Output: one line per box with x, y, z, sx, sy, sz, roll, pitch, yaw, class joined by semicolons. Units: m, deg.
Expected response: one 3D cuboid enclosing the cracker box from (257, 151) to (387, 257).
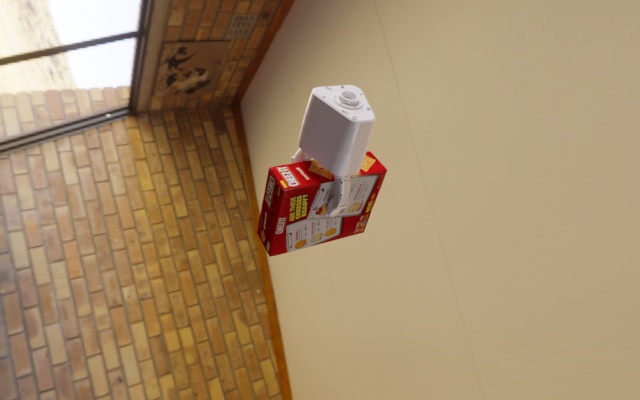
0.000;0.003;0.877;0.213;0.164;0.072;-11;47;-29;cracker box
